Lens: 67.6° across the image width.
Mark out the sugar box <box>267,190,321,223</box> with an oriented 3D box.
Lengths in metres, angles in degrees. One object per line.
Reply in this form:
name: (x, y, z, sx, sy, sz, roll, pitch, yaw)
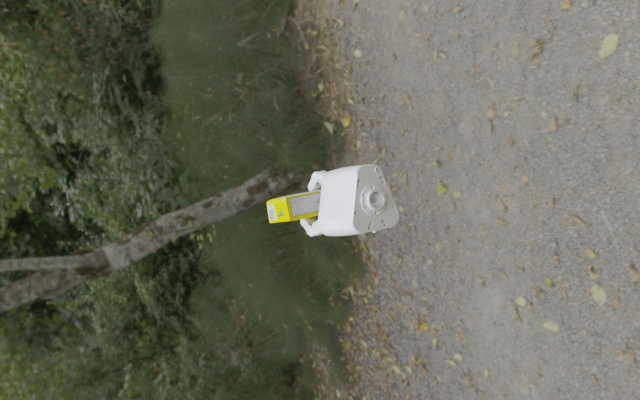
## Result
sugar box: (0.000, 0.003, 0.865, 0.176, 0.048, 0.093, -9, 0, -28)
